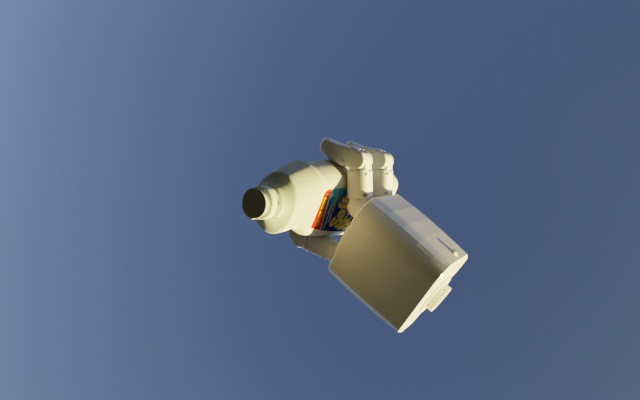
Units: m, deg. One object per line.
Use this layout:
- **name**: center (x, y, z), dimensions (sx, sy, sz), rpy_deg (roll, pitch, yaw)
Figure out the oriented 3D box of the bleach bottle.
- **bleach bottle**: center (0.000, 0.002, 0.539), dimensions (0.068, 0.102, 0.251), rpy_deg (41, 23, 22)
